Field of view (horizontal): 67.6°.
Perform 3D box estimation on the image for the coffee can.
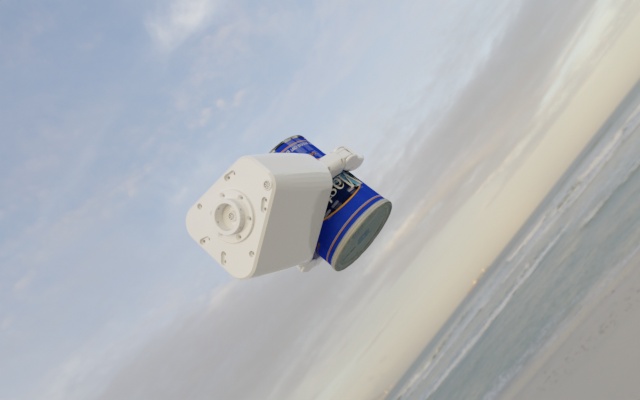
[{"bbox_3d":[0.000,0.002,0.577,0.140,0.103,0.103,39,15,20],"label":"coffee can"}]
